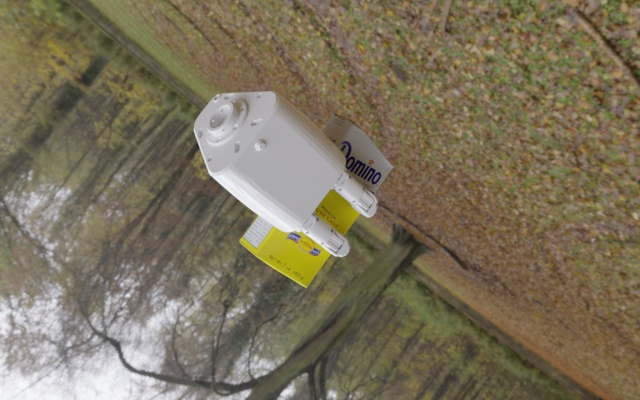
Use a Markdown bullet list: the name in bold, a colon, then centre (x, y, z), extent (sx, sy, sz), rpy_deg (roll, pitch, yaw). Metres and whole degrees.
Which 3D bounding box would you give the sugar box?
- **sugar box**: centre (0.000, 0.002, 0.535), extent (0.048, 0.176, 0.093), rpy_deg (34, -4, 47)
